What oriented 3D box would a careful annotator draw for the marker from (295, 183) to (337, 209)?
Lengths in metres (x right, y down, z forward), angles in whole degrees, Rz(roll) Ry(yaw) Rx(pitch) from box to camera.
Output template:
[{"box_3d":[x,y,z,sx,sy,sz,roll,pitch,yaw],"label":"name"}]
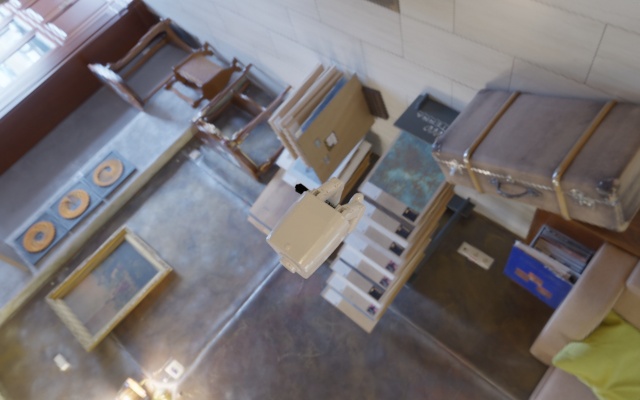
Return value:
[{"box_3d":[0.000,0.003,0.857,0.121,0.020,0.020,33,16,26],"label":"marker"}]
